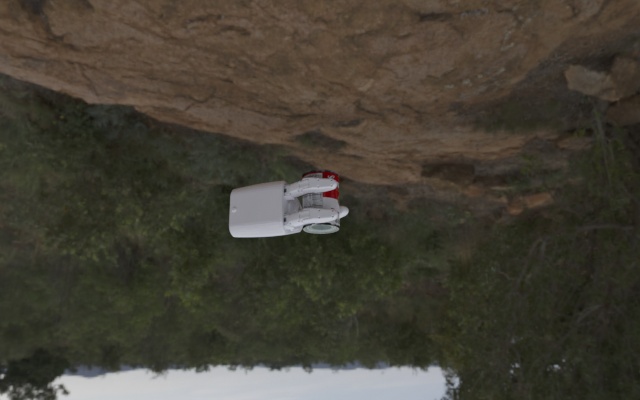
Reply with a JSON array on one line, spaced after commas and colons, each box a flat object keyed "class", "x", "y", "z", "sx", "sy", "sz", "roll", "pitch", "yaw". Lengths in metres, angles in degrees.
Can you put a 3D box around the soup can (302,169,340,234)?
[{"class": "soup can", "x": 0.001, "y": 0.003, "z": 0.859, "sx": 0.068, "sy": 0.102, "sz": 0.068, "roll": -1, "pitch": -17, "yaw": 0}]
